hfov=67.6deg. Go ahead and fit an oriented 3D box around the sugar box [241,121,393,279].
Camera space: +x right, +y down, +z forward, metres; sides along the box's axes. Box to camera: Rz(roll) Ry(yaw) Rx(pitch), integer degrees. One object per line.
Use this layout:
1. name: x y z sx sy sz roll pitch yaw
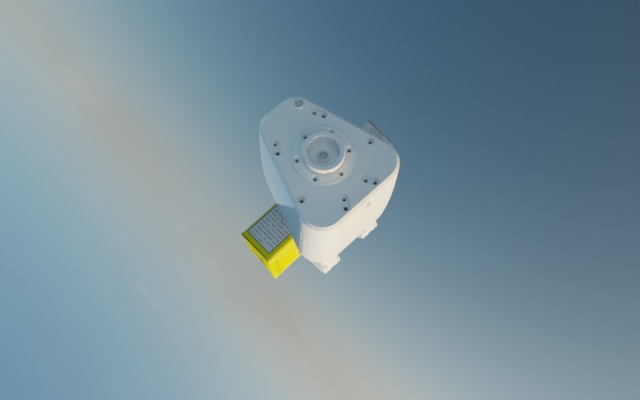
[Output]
1. sugar box: 0.000 0.002 0.508 0.176 0.048 0.093 -41 -13 -13
